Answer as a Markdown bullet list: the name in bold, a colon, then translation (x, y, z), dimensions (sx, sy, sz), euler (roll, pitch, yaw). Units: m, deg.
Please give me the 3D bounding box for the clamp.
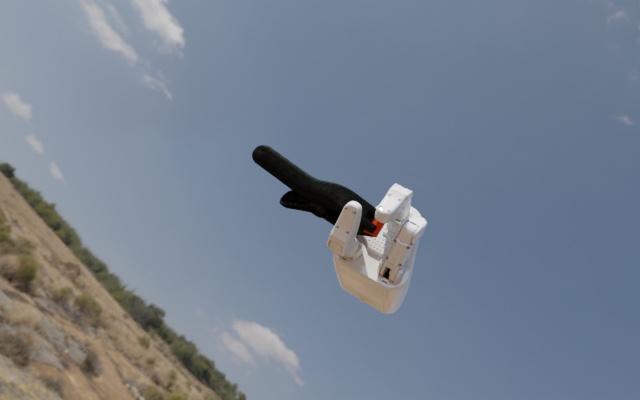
- **clamp**: translation (0.001, 0.001, 0.571), dimensions (0.171, 0.039, 0.120), euler (31, -13, 20)
